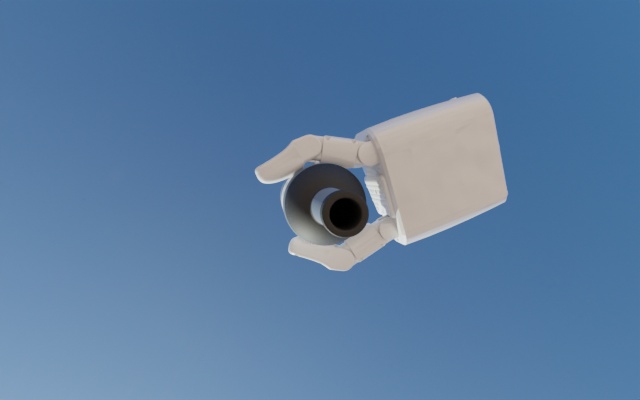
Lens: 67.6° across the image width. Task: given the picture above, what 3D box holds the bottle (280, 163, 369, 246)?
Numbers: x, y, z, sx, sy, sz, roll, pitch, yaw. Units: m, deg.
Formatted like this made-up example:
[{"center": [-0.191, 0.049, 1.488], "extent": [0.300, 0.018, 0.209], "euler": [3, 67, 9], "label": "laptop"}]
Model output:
[{"center": [0.000, 0.001, 0.418], "extent": [0.069, 0.069, 0.295], "euler": [0, 3, -6], "label": "bottle"}]
